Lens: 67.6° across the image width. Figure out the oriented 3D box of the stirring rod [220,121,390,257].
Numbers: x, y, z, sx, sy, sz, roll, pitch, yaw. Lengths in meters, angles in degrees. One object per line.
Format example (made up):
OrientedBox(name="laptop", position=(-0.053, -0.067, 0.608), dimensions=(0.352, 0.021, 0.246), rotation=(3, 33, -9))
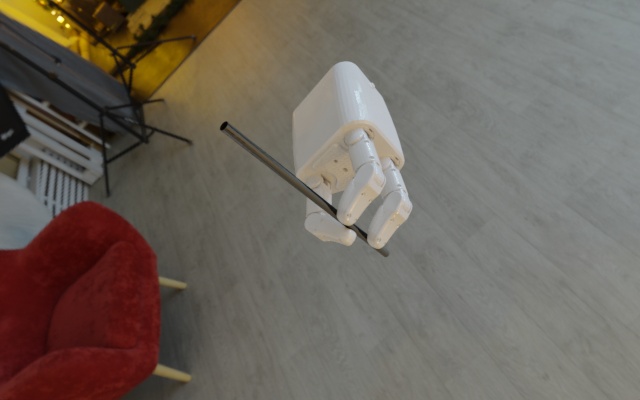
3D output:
OrientedBox(name="stirring rod", position=(0.000, 0.001, 0.425), dimensions=(0.011, 0.011, 0.240), rotation=(0, -27, 41))
